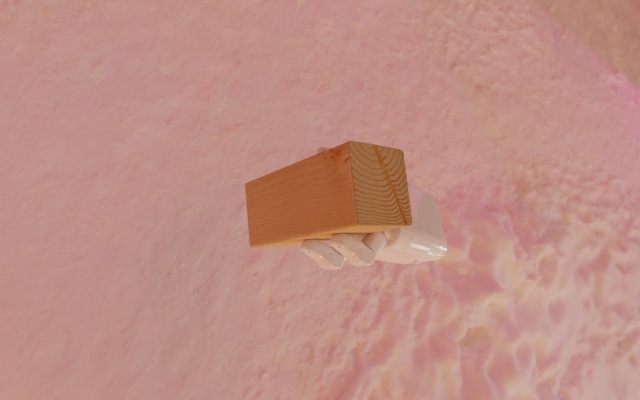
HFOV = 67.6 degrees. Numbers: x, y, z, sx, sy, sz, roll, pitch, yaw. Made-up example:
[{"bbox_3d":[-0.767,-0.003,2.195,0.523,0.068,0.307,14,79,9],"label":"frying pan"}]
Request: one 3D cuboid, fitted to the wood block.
[{"bbox_3d":[0.000,0.002,0.589,0.090,0.091,0.206,3,-13,-40],"label":"wood block"}]
